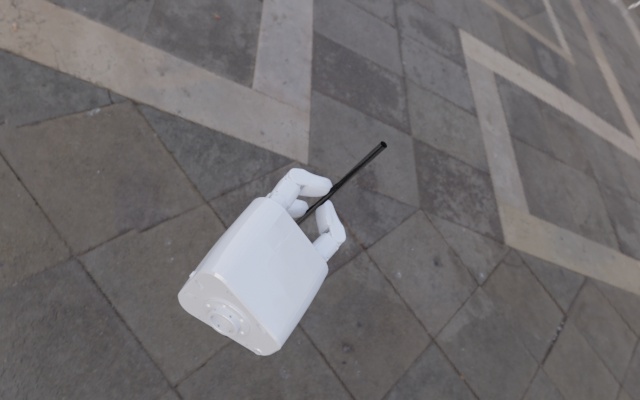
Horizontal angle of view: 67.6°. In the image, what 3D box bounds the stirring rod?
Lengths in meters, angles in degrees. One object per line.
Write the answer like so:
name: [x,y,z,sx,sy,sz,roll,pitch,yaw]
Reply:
stirring rod: [0.000,0.002,0.559,0.011,0.011,0.240,0,-28,-36]
